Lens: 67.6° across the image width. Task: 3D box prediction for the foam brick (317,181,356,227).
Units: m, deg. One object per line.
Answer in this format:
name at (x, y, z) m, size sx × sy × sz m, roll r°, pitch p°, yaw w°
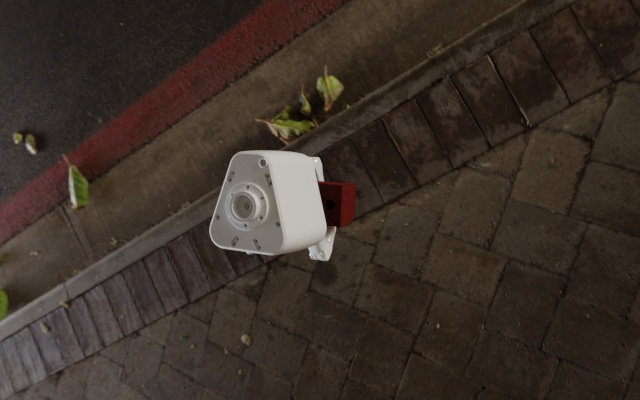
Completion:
foam brick at (0.000, 0.002, 0.608) m, size 0.078 × 0.053 × 0.051 m, roll 5°, pitch 6°, yaw 21°
